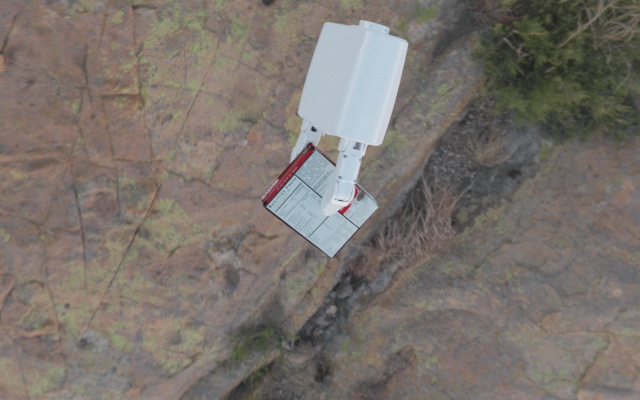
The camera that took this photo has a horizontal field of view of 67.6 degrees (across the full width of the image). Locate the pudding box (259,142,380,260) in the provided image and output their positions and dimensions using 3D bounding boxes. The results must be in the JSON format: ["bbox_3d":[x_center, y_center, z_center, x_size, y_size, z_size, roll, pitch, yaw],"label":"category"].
[{"bbox_3d":[0.000,0.002,0.558,0.113,0.090,0.039,40,6,-22],"label":"pudding box"}]
